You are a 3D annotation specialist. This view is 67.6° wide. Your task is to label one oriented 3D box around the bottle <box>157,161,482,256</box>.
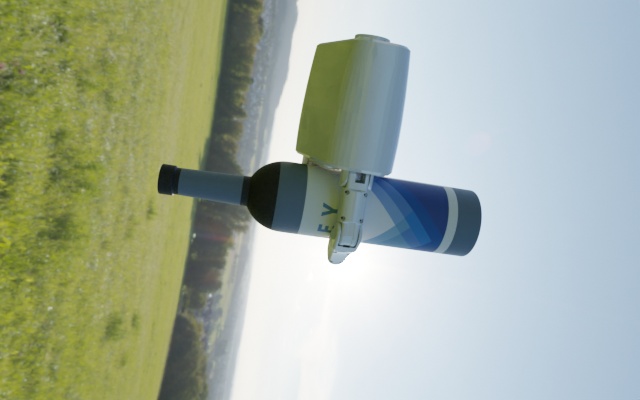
[{"bbox_3d":[0.000,0.002,0.452,0.296,0.069,0.069,8,-1,-9],"label":"bottle"}]
